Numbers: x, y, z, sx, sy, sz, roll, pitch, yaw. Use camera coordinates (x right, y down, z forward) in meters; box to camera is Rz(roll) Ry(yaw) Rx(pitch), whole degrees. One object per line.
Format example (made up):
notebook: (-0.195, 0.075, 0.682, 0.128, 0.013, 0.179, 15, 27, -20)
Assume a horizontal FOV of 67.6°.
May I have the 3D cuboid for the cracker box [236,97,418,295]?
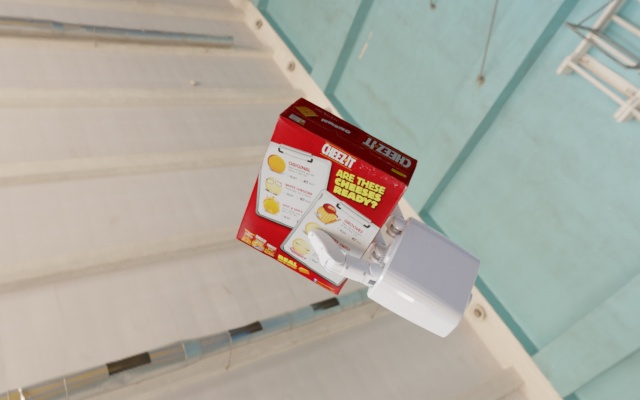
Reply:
cracker box: (0.000, 0.002, 0.609, 0.164, 0.214, 0.072, 29, 39, 3)
